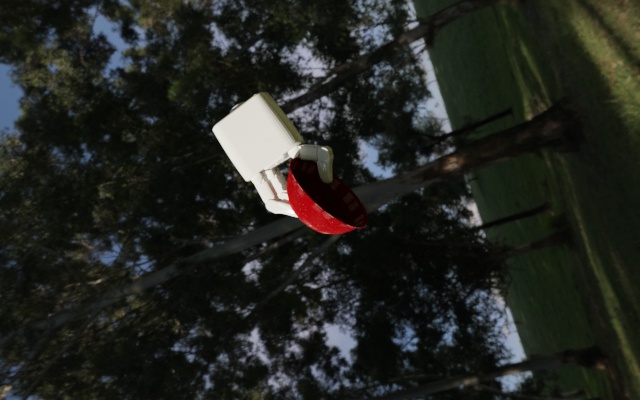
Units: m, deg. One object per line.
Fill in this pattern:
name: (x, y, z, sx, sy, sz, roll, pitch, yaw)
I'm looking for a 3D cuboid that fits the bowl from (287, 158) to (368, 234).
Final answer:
bowl: (0.001, 0.004, 0.784, 0.162, 0.055, 0.162, 34, 23, -16)
